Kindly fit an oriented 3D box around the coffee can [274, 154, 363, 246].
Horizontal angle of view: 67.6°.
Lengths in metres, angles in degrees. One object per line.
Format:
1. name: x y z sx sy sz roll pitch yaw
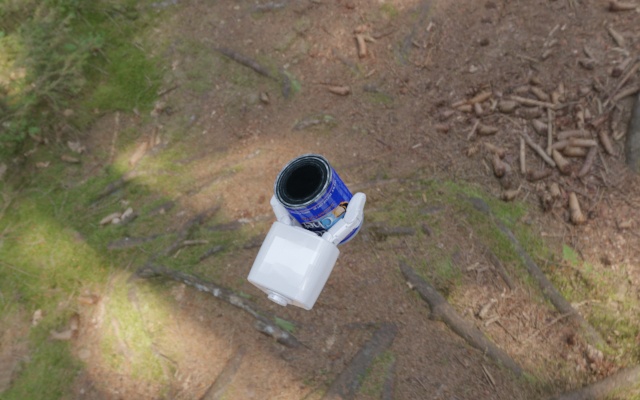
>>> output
1. coffee can: 0.000 0.003 0.802 0.103 0.102 0.140 0 -30 29
